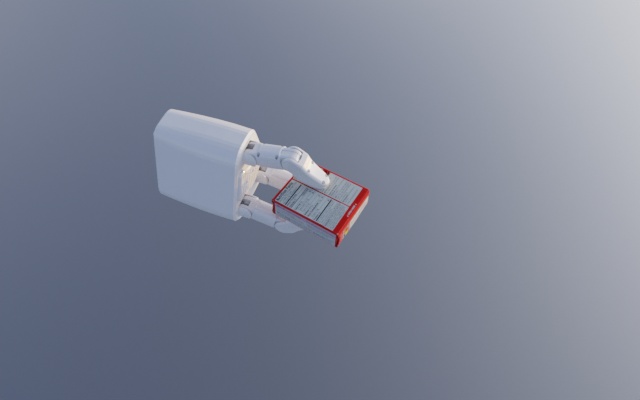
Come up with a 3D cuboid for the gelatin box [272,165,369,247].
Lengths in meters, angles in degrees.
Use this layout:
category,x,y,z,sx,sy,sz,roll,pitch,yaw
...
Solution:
category,x,y,z,sx,sy,sz,roll,pitch,yaw
gelatin box,0.000,0.002,0.547,0.089,0.073,0.030,26,-33,17
